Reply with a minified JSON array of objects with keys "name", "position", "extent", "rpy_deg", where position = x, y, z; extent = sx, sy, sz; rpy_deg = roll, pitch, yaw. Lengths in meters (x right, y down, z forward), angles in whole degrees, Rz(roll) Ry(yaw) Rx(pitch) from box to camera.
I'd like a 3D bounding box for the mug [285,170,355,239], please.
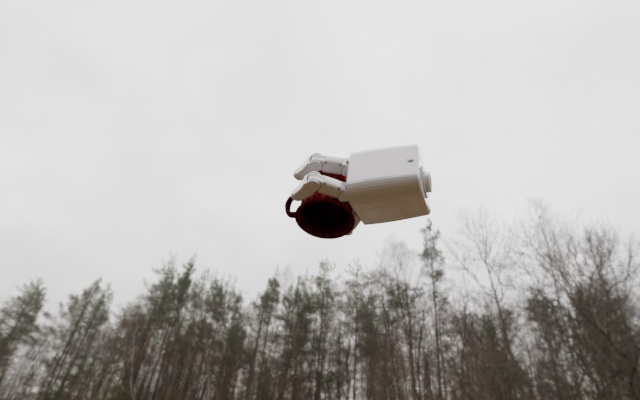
[{"name":"mug","position":[-0.001,0.003,0.762],"extent":[0.117,0.081,0.093],"rpy_deg":[-7,-45,18]}]
